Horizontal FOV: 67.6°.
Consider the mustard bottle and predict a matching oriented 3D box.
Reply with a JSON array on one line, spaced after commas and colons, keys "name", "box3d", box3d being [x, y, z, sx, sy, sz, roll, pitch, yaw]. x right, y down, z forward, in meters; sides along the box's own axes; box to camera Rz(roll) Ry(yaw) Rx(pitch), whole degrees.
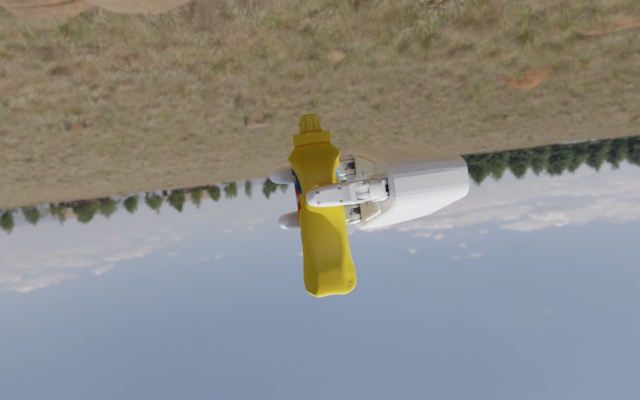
[{"name": "mustard bottle", "box3d": [0.000, 0.002, 0.523, 0.058, 0.191, 0.096, -7, 2, 1]}]
